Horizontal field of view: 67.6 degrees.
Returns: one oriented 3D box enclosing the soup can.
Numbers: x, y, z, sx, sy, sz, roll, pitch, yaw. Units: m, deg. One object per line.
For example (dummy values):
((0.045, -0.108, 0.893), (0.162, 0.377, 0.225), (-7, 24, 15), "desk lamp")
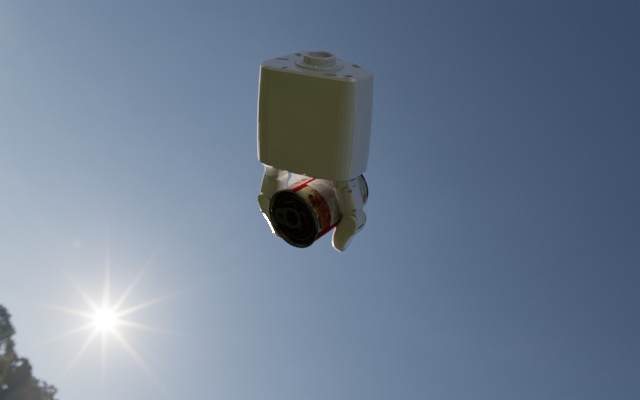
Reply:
((0.000, 0.002, 0.546), (0.068, 0.068, 0.102), (0, 22, 41), "soup can")
